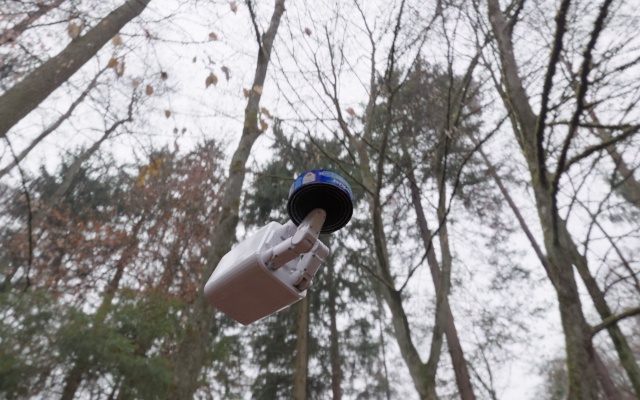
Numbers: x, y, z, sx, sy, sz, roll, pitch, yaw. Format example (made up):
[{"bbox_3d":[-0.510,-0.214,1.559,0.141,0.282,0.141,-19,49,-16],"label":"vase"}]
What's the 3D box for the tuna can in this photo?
[{"bbox_3d":[0.000,0.002,0.625,0.086,0.086,0.033,0,38,2],"label":"tuna can"}]
